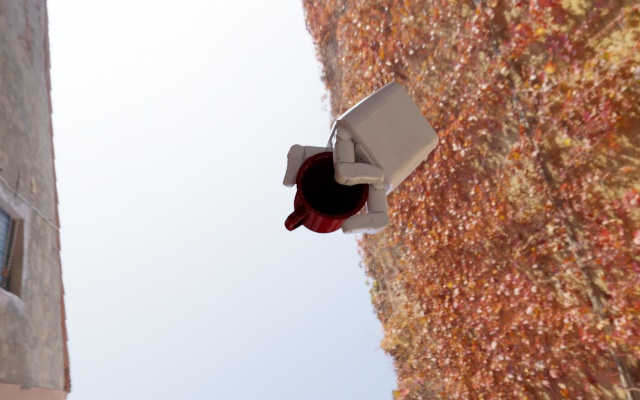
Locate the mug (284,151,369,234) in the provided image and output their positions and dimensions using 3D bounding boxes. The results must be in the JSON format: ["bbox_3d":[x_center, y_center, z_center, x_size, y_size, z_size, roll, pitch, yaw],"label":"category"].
[{"bbox_3d":[-0.001,0.003,0.624,0.117,0.093,0.081,-40,-10,-22],"label":"mug"}]
